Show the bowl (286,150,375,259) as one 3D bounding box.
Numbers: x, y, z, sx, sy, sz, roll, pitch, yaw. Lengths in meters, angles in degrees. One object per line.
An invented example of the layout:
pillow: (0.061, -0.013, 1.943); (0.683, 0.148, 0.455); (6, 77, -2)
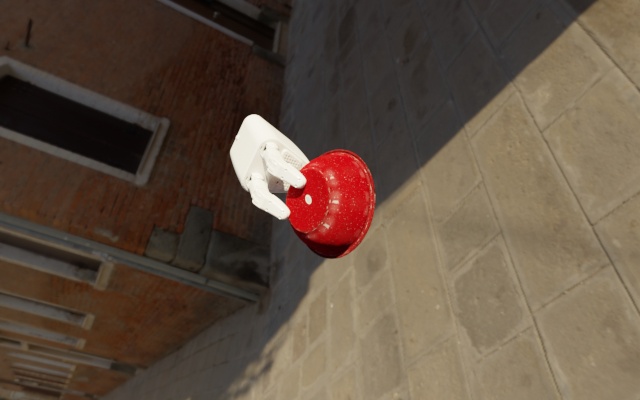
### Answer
bowl: (0.001, 0.003, 0.684); (0.055, 0.162, 0.162); (8, -6, -44)
